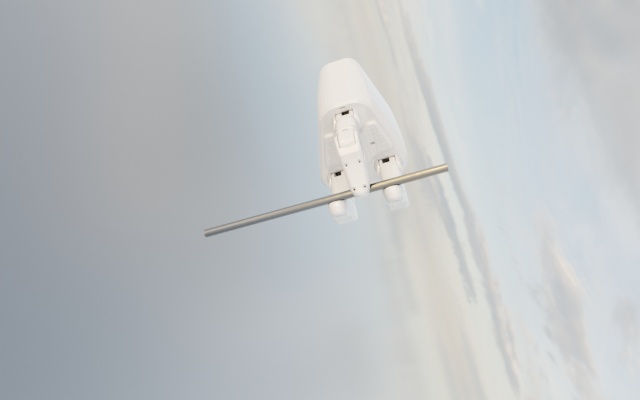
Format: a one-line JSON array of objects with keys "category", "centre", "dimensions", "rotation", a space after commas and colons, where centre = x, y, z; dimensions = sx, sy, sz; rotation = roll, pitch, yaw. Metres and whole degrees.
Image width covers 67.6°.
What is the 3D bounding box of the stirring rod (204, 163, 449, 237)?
[{"category": "stirring rod", "centre": [0.000, 0.001, 0.451], "dimensions": [0.239, 0.011, 0.011], "rotation": [-15, -3, 11]}]
